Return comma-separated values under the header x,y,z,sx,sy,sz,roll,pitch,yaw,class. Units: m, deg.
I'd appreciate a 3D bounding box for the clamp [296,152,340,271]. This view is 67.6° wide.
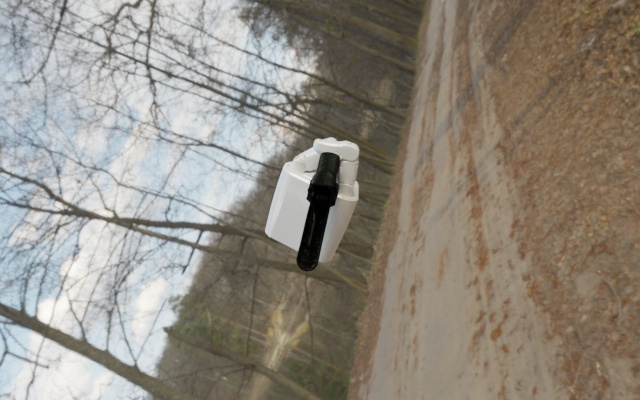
x,y,z,sx,sy,sz,roll,pitch,yaw,class
0.000,0.002,0.567,0.039,0.120,0.171,18,21,1,clamp
